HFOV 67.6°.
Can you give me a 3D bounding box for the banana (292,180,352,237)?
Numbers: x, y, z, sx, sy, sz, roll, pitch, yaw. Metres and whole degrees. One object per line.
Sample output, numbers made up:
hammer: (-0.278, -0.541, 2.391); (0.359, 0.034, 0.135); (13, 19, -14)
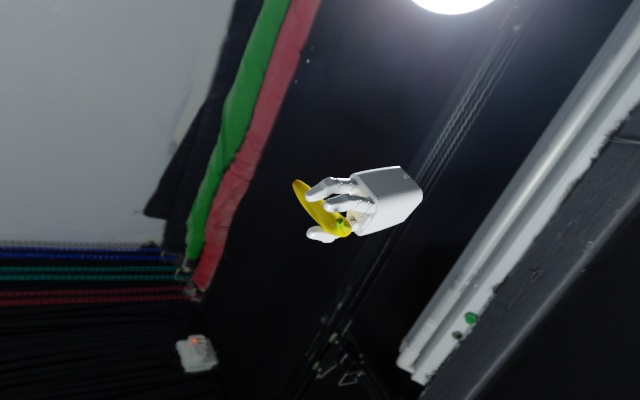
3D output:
banana: (0.007, 0.019, 0.858); (0.037, 0.070, 0.197); (-30, 32, -15)
